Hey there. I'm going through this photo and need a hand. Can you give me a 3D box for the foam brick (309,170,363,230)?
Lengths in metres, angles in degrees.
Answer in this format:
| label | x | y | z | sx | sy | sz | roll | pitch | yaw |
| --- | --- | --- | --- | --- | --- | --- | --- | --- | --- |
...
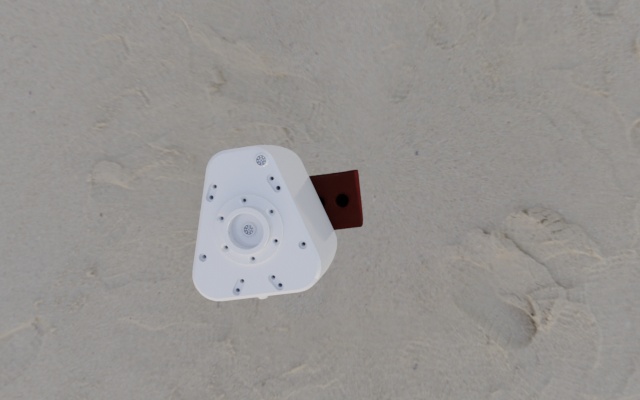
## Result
| label | x | y | z | sx | sy | sz | roll | pitch | yaw |
| --- | --- | --- | --- | --- | --- | --- | --- | --- | --- |
| foam brick | 0.000 | 0.001 | 0.453 | 0.078 | 0.053 | 0.051 | -8 | 3 | 6 |
